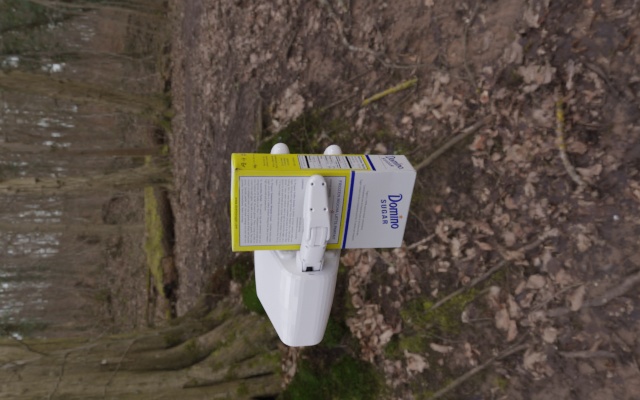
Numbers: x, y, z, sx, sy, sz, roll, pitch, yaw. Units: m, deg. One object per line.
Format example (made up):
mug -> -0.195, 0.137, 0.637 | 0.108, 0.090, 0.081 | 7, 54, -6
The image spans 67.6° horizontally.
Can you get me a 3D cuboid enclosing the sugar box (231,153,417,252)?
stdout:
sugar box -> 0.000, 0.001, 0.481 | 0.176, 0.093, 0.048 | -1, 31, -12
